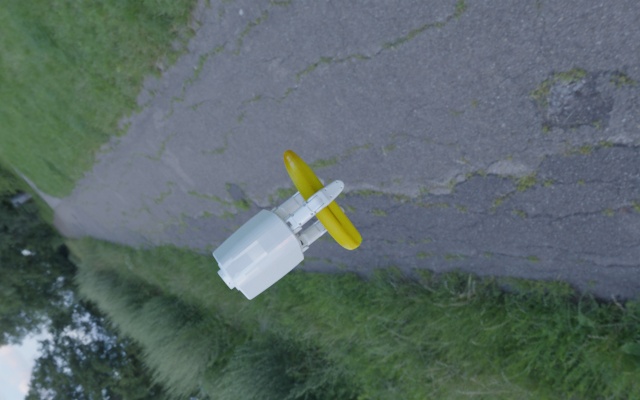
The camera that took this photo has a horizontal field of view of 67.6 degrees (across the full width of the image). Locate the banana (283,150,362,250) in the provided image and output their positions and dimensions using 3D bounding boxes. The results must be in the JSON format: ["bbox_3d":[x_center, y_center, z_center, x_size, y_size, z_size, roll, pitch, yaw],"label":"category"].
[{"bbox_3d":[0.006,0.010,0.718,0.037,0.198,0.069,-38,21,0],"label":"banana"}]
